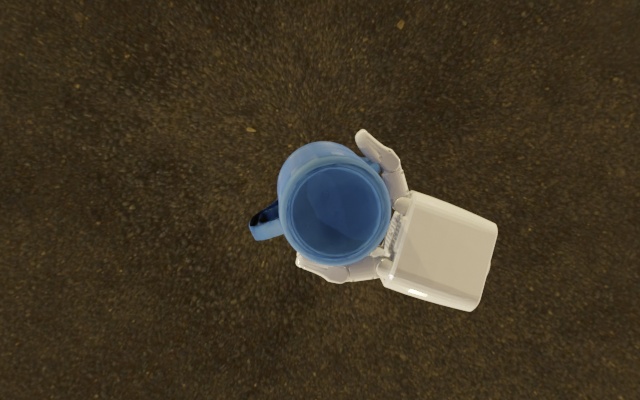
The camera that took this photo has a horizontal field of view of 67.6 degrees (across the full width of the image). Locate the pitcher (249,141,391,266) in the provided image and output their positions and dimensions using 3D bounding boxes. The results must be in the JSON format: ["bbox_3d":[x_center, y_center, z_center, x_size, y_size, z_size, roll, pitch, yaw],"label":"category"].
[{"bbox_3d":[0.000,0.002,0.564,0.145,0.149,0.243,21,6,-4],"label":"pitcher"}]
